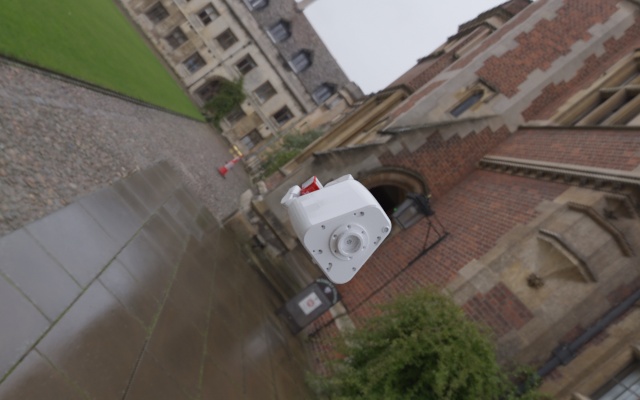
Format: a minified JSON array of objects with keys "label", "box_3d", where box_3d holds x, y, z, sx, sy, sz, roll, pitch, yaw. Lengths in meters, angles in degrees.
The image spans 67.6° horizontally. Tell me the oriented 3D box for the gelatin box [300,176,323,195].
[{"label":"gelatin box","box_3d":[0.000,0.002,0.754,0.030,0.073,0.089,-35,8,5]}]
